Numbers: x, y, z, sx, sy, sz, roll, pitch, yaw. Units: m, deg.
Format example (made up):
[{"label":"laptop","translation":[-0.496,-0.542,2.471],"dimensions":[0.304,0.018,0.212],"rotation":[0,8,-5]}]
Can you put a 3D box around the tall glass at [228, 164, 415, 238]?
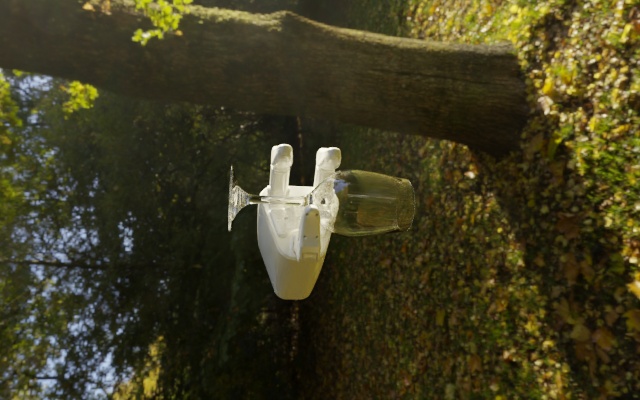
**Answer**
[{"label":"tall glass","translation":[-0.001,0.002,0.535],"dimensions":[0.201,0.079,0.079],"rotation":[2,0,-9]}]
